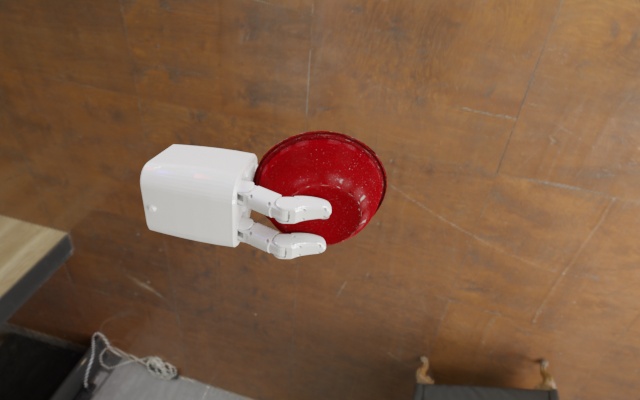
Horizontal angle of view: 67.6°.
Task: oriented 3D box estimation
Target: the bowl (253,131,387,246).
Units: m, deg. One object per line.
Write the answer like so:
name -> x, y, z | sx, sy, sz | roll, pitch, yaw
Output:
bowl -> 0.001, 0.002, 0.555 | 0.162, 0.162, 0.055 | 0, 40, -2
